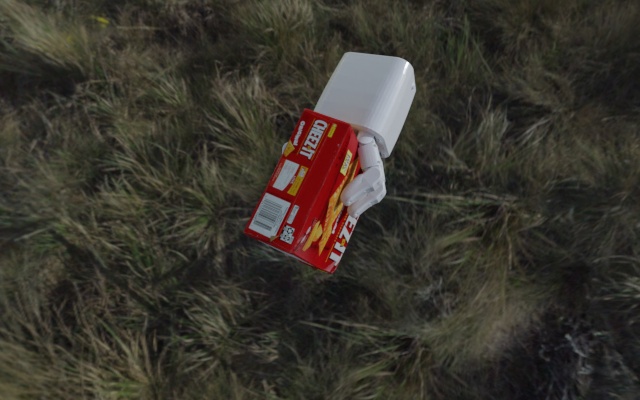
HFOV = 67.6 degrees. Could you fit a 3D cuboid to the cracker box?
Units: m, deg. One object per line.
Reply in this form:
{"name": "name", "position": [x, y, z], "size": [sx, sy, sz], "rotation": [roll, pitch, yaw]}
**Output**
{"name": "cracker box", "position": [0.000, 0.002, 0.631], "size": [0.072, 0.164, 0.214], "rotation": [23, -8, 19]}
